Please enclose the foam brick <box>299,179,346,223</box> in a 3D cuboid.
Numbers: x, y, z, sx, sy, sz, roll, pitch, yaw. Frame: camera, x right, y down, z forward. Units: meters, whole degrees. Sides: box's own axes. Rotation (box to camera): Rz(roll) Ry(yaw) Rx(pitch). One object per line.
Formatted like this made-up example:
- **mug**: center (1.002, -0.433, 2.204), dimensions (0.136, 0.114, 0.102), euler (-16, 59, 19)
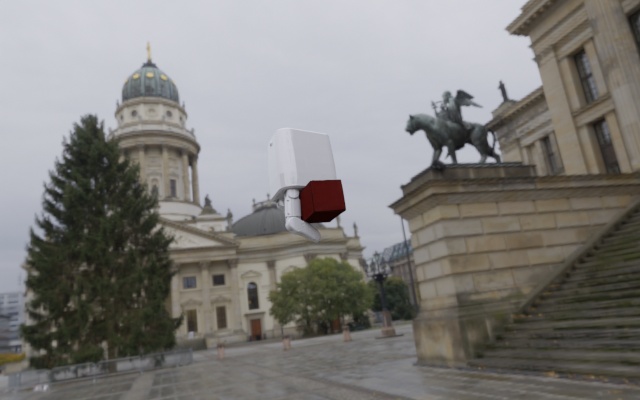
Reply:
- **foam brick**: center (0.000, 0.002, 0.753), dimensions (0.053, 0.051, 0.078), euler (-2, -15, -20)
